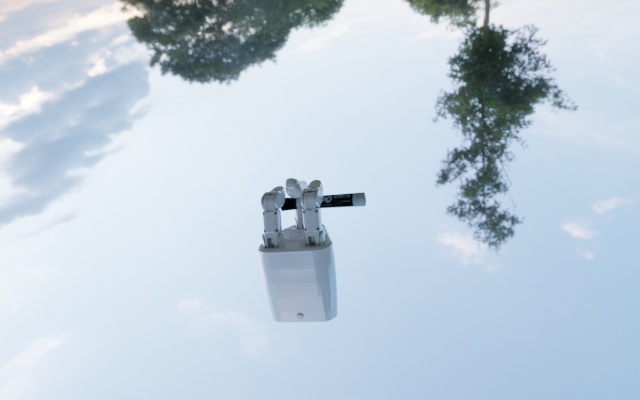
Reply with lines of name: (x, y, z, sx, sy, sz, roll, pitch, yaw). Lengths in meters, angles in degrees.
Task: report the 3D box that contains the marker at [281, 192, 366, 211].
marker: (0.000, 0.002, 0.642, 0.121, 0.020, 0.020, -4, -1, 13)
